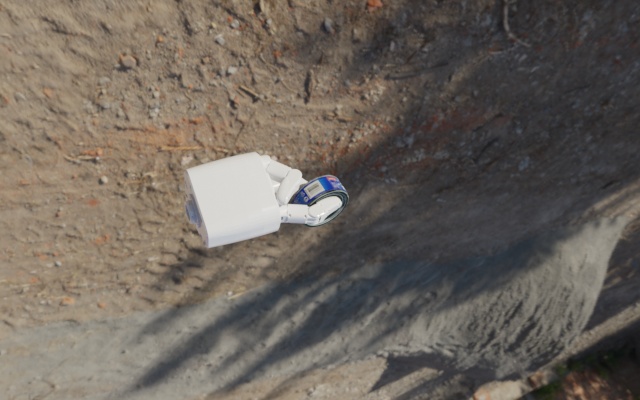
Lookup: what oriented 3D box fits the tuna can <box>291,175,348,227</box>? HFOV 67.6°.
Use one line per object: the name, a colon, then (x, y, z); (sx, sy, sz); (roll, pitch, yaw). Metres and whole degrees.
tuna can: (0.000, 0.003, 0.739); (0.086, 0.033, 0.086); (-24, -32, -16)
